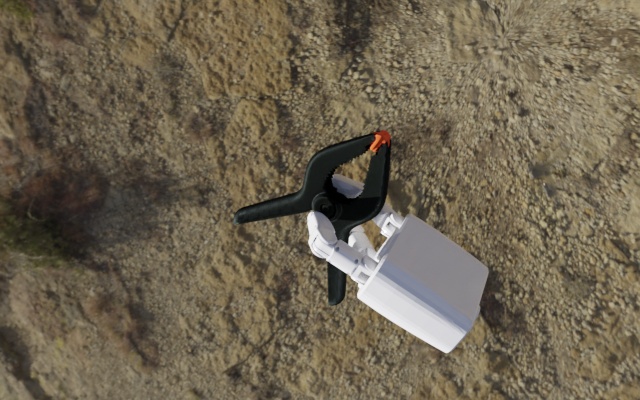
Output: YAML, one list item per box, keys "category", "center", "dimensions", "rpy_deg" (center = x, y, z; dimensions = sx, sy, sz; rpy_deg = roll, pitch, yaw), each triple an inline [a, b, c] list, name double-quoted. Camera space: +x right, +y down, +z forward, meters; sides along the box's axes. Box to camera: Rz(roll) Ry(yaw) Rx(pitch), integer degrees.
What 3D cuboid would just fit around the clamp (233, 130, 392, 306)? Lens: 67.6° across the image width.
- category: "clamp"
  center: [0.000, 0.002, 0.534]
  dimensions: [0.164, 0.210, 0.036]
  rpy_deg: [33, 26, 6]
